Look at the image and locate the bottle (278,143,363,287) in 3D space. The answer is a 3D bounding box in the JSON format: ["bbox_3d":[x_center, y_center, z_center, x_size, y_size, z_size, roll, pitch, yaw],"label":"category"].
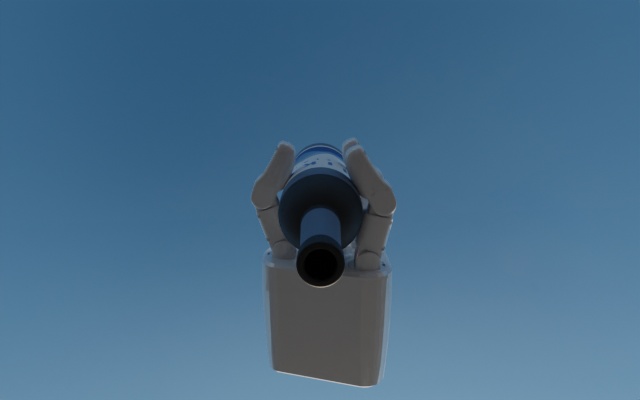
[{"bbox_3d":[0.000,0.001,0.407,0.069,0.069,0.295,0,14,0],"label":"bottle"}]
